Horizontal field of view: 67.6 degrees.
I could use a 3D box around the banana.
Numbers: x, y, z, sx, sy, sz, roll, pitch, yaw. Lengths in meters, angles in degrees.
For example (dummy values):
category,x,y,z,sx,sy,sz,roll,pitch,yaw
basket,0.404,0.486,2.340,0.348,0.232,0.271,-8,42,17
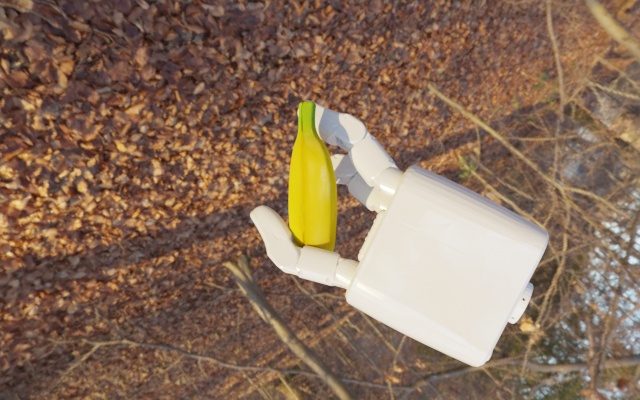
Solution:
category,x,y,z,sx,sy,sz,roll,pitch,yaw
banana,-0.003,0.014,0.400,0.037,0.069,0.198,9,-37,6
